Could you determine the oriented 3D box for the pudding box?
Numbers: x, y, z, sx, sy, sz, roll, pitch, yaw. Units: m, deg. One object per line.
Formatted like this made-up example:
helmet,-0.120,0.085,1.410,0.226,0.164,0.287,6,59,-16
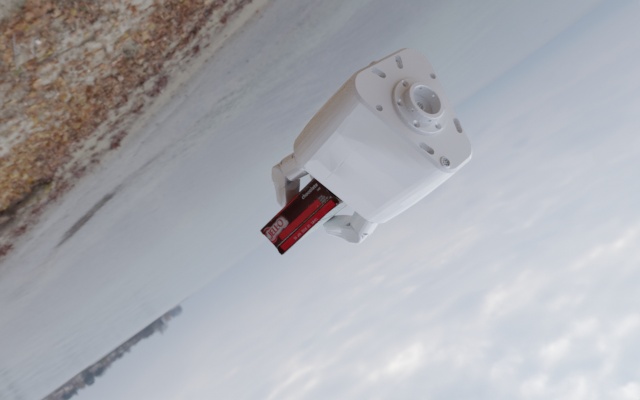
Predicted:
pudding box,0.000,0.002,0.497,0.090,0.039,0.113,-42,-6,27
